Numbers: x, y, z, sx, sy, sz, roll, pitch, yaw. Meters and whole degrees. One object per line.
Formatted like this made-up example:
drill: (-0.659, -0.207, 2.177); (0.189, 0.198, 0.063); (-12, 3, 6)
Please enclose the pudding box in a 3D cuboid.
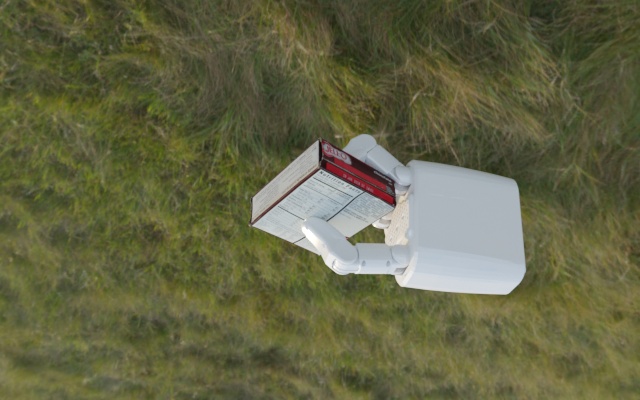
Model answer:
pudding box: (0.000, 0.002, 0.444); (0.090, 0.039, 0.113); (27, -46, -29)
